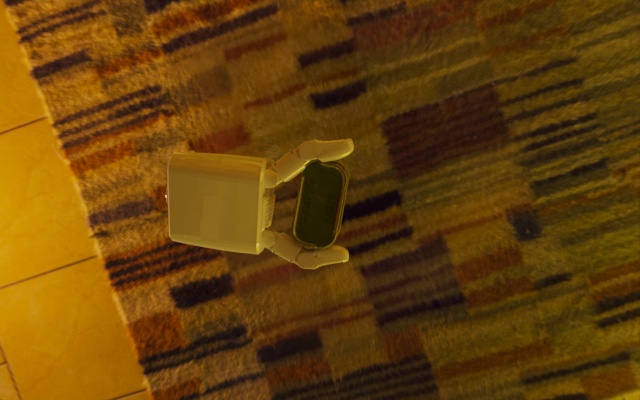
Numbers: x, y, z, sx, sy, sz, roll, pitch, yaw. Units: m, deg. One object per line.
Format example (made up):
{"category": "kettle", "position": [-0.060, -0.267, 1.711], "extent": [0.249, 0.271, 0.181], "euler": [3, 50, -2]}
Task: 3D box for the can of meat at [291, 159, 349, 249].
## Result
{"category": "can of meat", "position": [0.000, 0.002, 0.561], "extent": [0.057, 0.102, 0.084], "euler": [10, 5, 2]}
